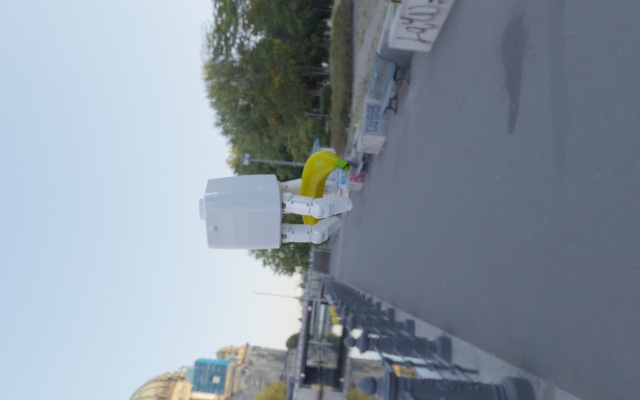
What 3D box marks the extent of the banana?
[{"bbox_3d":[-0.005,-0.015,0.716,0.037,0.069,0.198,-11,-30,-20],"label":"banana"}]
